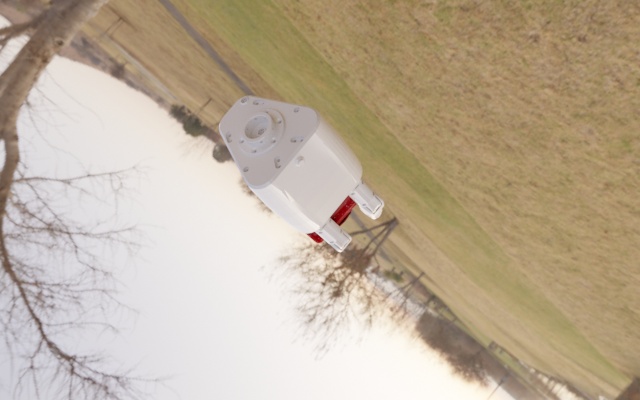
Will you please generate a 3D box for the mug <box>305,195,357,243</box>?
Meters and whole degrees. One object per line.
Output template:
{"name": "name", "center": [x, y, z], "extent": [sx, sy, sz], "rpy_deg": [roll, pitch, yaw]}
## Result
{"name": "mug", "center": [0.000, 0.003, 0.586], "extent": [0.093, 0.081, 0.117], "rpy_deg": [40, -4, 36]}
